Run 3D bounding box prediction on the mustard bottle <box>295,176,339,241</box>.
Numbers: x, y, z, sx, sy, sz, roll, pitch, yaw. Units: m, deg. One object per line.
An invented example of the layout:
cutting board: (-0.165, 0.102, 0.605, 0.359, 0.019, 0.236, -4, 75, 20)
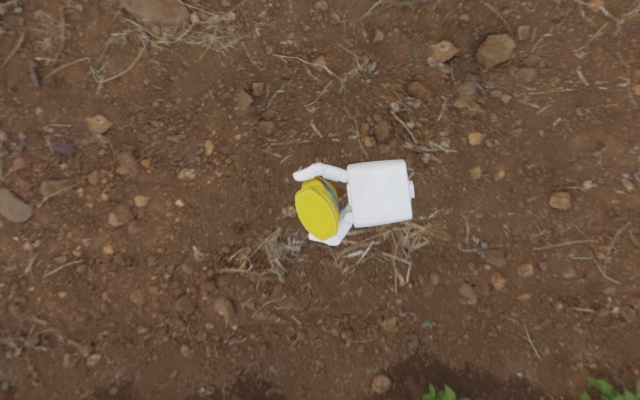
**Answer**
mustard bottle: (0.000, 0.003, 0.895, 0.058, 0.096, 0.191, -31, 10, 11)
